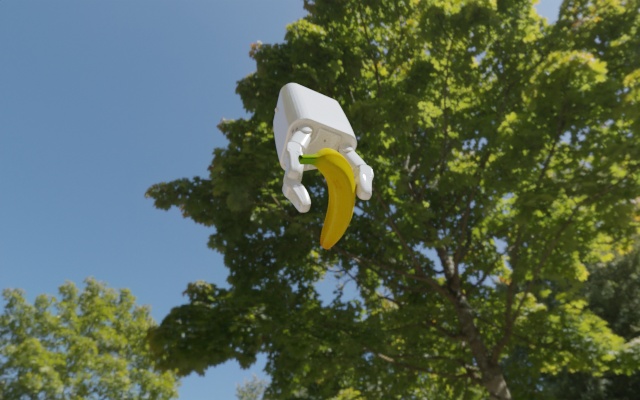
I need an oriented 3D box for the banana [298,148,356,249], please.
[{"bbox_3d":[0.017,-0.006,0.659,0.069,0.037,0.198,-20,-43,-5],"label":"banana"}]
